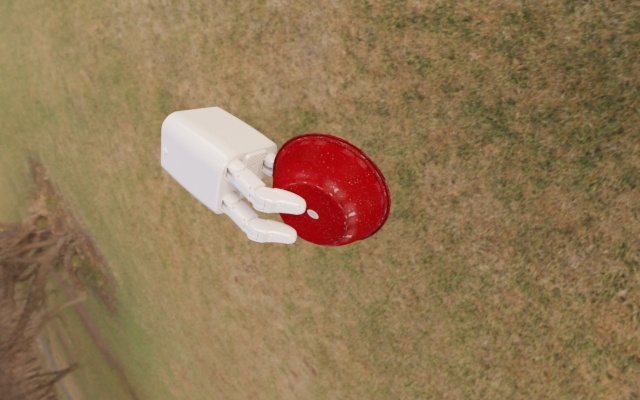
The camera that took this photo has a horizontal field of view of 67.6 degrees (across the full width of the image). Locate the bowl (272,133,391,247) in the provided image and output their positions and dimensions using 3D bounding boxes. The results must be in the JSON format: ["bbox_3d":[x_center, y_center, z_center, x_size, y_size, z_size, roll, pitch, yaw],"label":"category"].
[{"bbox_3d":[0.001,0.003,0.578,0.162,0.162,0.055,0,35,30],"label":"bowl"}]
